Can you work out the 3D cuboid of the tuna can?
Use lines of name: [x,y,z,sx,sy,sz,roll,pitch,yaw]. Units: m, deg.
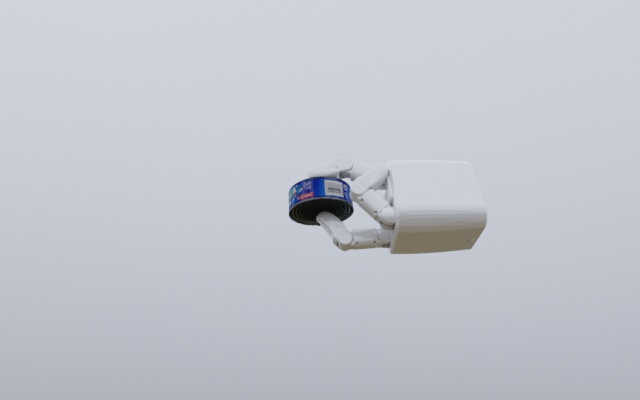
tuna can: [0.000,0.002,0.631,0.086,0.033,0.086,-3,-26,-2]
